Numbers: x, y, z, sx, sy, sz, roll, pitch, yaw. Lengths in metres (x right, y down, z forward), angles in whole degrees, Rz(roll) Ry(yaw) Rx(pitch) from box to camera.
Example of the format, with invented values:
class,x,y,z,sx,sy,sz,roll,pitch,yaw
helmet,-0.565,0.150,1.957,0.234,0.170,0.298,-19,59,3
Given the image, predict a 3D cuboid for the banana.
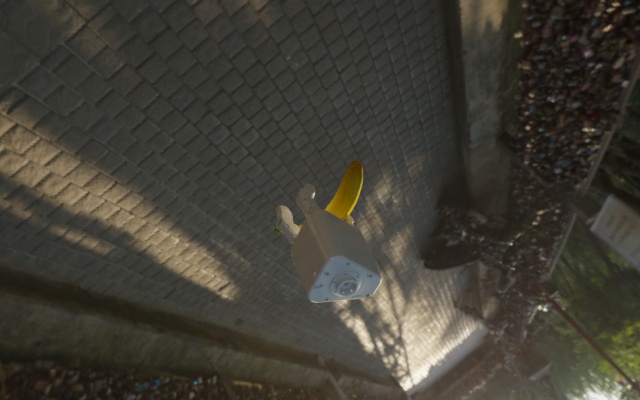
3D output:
class,x,y,z,sx,sy,sz,roll,pitch,yaw
banana,0.010,0.018,0.803,0.198,0.069,0.037,-40,12,19
